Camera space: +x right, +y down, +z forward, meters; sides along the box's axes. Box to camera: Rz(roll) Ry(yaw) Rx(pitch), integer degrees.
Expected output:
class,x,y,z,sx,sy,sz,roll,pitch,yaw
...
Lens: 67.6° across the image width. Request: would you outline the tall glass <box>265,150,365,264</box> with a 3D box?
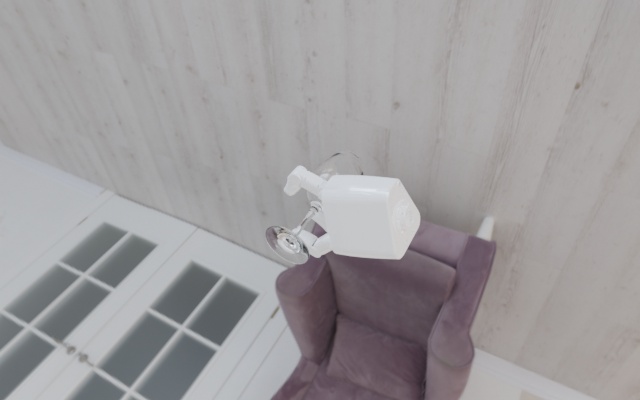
class,x,y,z,sx,sy,sz,roll,pitch,yaw
tall glass,0.000,0.003,0.744,0.079,0.079,0.201,0,39,38
